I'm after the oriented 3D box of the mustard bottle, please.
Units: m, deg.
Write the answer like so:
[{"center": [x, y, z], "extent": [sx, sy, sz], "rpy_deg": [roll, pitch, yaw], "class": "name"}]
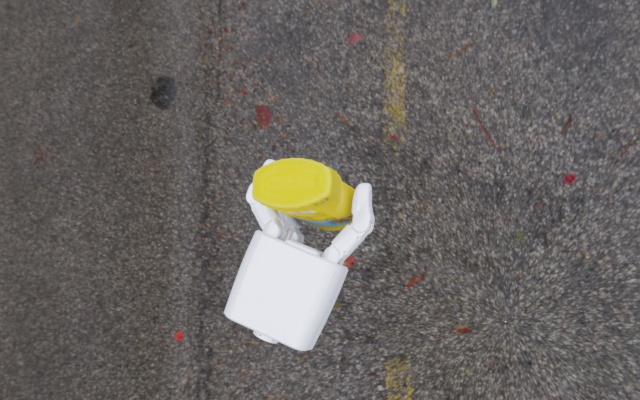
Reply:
[{"center": [0.000, 0.002, 0.594], "extent": [0.096, 0.058, 0.192], "rpy_deg": [-3, -14, 21], "class": "mustard bottle"}]
